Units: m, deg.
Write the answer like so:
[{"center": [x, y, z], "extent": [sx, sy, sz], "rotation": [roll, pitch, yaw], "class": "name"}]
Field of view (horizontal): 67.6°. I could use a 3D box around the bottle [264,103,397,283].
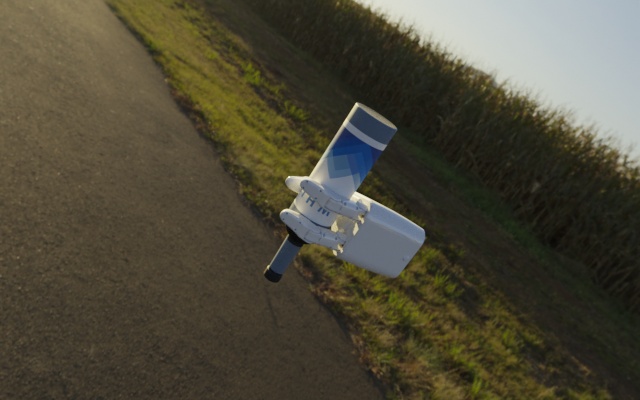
[{"center": [0.000, 0.002, 0.693], "extent": [0.069, 0.296, 0.069], "rotation": [29, 19, -11], "class": "bottle"}]
